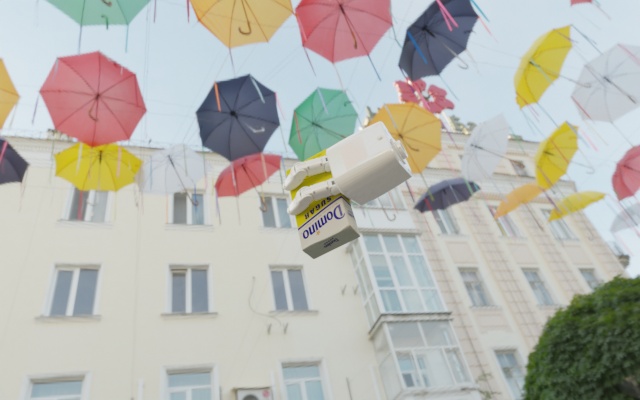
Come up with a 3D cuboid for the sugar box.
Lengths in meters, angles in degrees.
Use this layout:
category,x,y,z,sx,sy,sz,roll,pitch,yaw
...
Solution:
category,x,y,z,sx,sy,sz,roll,pitch,yaw
sugar box,0.000,0.002,0.818,0.093,0.176,0.048,-28,-42,16
